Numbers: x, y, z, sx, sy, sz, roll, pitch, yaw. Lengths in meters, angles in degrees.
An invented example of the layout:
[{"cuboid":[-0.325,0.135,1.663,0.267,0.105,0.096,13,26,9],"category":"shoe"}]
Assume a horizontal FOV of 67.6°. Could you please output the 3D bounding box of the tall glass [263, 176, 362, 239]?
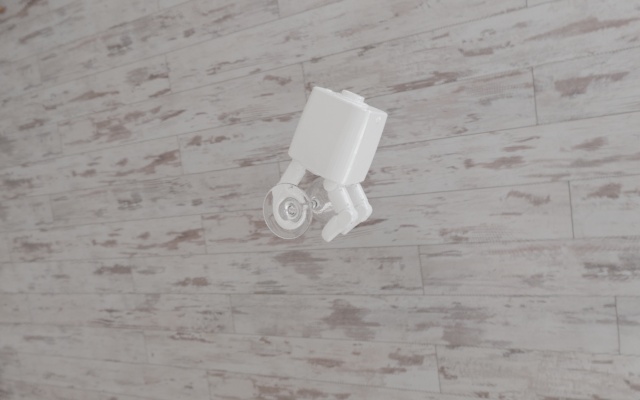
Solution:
[{"cuboid":[0.000,0.003,0.710,0.079,0.079,0.201,0,6,26],"category":"tall glass"}]
